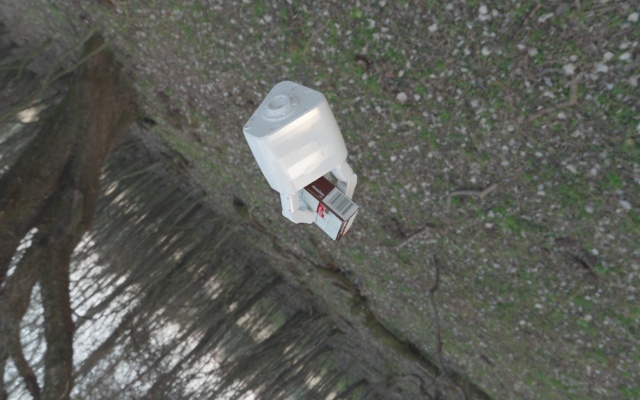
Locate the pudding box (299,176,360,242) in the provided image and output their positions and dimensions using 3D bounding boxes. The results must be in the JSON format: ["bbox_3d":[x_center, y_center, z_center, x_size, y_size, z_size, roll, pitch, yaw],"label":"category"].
[{"bbox_3d":[0.000,0.002,0.730,0.039,0.113,0.090,-43,-12,-20],"label":"pudding box"}]
